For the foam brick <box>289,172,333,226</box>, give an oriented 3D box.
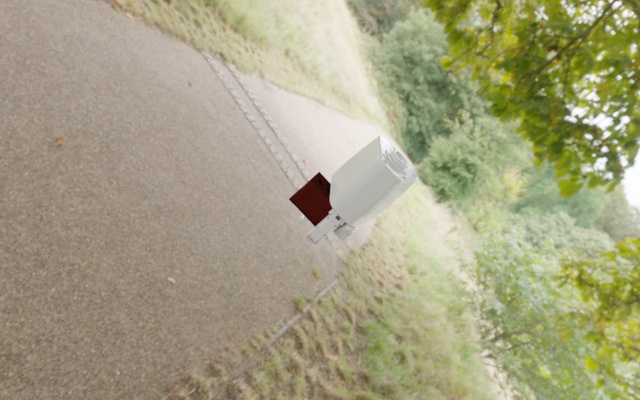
[{"bbox_3d":[0.000,0.002,0.763,0.051,0.078,0.053,-42,4,26],"label":"foam brick"}]
